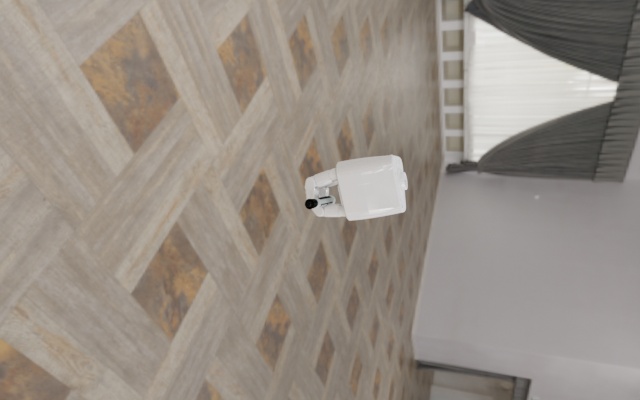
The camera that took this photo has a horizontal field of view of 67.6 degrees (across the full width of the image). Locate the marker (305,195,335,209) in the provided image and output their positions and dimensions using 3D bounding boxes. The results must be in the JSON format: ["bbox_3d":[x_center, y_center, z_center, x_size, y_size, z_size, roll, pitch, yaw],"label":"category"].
[{"bbox_3d":[0.000,0.003,0.885,0.020,0.020,0.121,0,3,20],"label":"marker"}]
